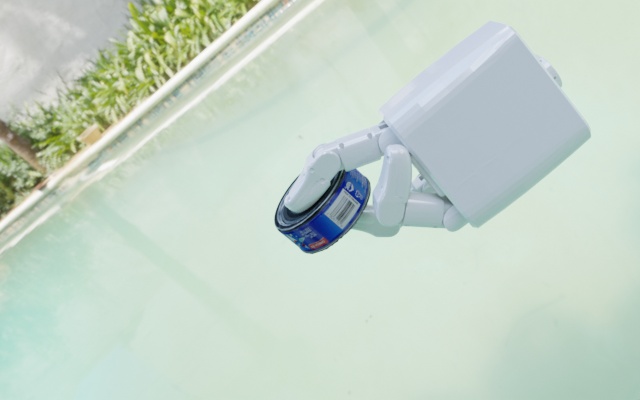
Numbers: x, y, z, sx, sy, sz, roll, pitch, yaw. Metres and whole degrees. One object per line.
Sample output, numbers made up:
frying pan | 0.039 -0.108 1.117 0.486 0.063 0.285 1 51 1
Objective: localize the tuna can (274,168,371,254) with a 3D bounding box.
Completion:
tuna can | 0.000 0.001 0.411 0.034 0.086 0.086 41 -20 -24
